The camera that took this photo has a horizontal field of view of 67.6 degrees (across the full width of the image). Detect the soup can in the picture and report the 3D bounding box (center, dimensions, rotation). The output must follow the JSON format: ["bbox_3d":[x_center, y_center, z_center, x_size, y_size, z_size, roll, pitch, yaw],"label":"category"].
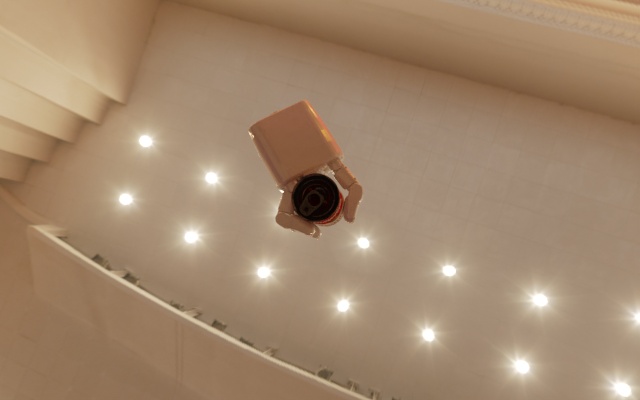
[{"bbox_3d":[0.001,0.003,0.704,0.068,0.068,0.102,0,-7,8],"label":"soup can"}]
